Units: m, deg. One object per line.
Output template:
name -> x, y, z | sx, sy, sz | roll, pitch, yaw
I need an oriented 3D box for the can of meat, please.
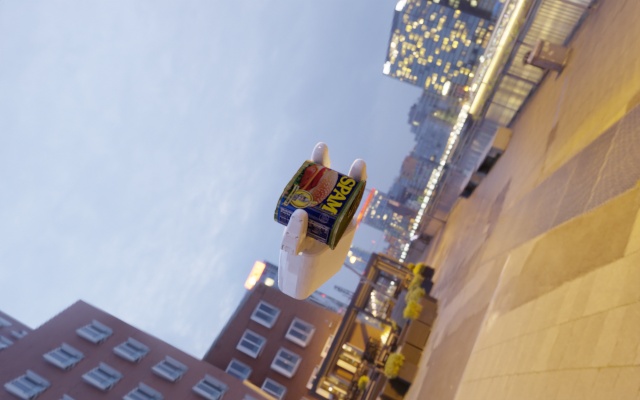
can of meat -> 0.000, 0.002, 0.608 | 0.084, 0.057, 0.102 | 23, 47, 12
